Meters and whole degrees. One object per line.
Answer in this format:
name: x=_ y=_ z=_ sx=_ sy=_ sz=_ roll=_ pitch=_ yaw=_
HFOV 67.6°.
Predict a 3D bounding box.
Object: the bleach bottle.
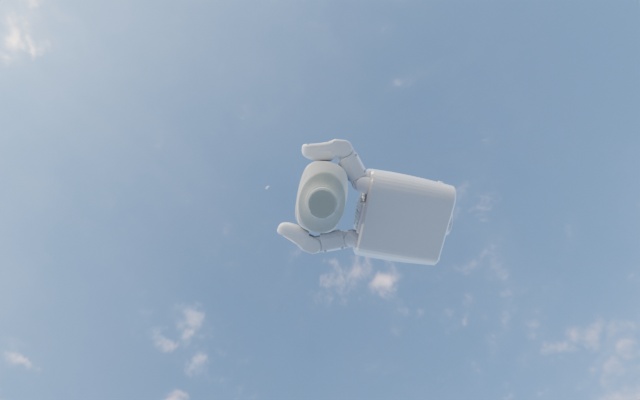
bleach bottle: x=0.000 y=0.002 z=0.591 sx=0.068 sy=0.102 sz=0.251 roll=9 pitch=5 yaw=-1
